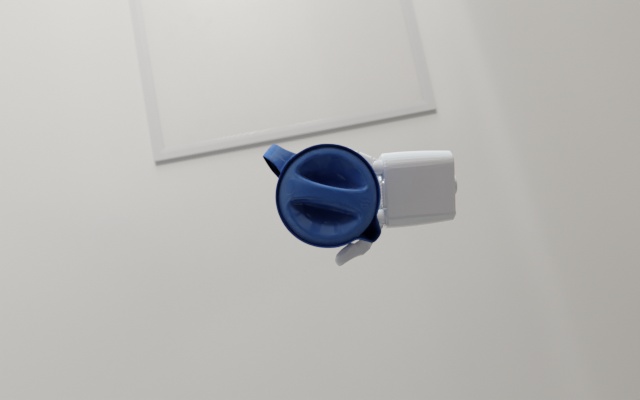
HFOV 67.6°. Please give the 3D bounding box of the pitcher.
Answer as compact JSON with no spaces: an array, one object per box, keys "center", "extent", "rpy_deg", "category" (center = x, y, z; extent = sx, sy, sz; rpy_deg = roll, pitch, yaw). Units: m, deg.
[{"center":[0.000,0.002,0.711],"extent":[0.145,0.149,0.243],"rpy_deg":[-7,-8,-2],"category":"pitcher"}]
